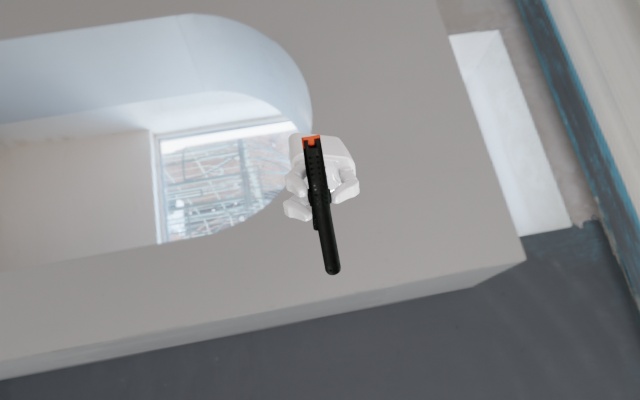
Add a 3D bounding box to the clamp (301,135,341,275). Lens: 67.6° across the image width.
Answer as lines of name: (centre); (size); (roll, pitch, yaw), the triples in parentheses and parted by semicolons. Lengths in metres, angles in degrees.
clamp: (0.001, 0.002, 0.756); (0.036, 0.210, 0.164); (-10, 31, -5)
